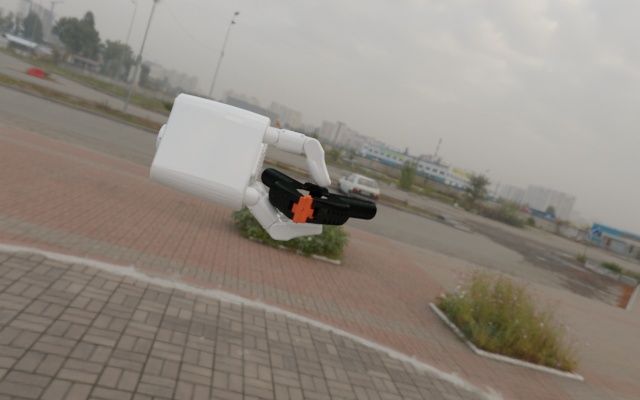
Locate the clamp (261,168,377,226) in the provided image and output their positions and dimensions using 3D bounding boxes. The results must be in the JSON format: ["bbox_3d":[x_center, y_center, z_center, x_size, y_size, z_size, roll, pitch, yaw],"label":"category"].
[{"bbox_3d":[0.000,0.001,0.570,0.164,0.036,0.210,17,7,-4],"label":"clamp"}]
